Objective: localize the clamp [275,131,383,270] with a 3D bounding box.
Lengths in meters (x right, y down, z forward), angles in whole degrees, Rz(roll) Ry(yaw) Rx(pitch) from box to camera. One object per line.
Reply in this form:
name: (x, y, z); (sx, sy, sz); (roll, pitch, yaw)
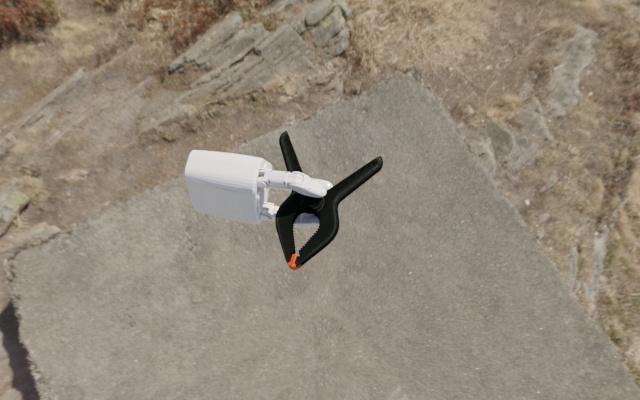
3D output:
clamp: (0.000, 0.003, 0.707); (0.164, 0.210, 0.036); (9, -18, 6)
